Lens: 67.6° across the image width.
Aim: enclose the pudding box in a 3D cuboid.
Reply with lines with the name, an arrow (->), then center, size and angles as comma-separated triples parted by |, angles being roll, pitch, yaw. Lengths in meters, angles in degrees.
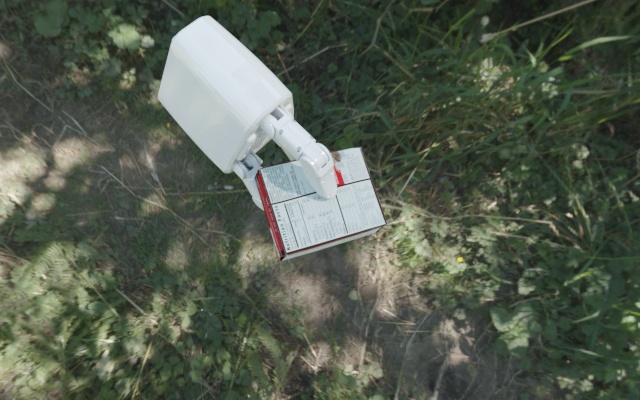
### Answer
pudding box -> 0.000, 0.001, 0.477 | 0.113, 0.090, 0.039 | -15, -10, -16
